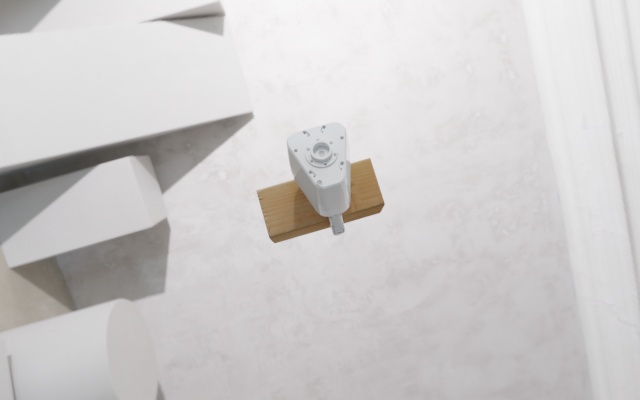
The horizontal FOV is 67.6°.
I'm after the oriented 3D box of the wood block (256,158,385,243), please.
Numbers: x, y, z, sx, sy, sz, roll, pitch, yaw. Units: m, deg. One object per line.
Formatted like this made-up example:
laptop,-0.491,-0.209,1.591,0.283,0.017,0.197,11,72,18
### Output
wood block,0.000,0.003,0.859,0.206,0.091,0.090,-16,-11,-2
